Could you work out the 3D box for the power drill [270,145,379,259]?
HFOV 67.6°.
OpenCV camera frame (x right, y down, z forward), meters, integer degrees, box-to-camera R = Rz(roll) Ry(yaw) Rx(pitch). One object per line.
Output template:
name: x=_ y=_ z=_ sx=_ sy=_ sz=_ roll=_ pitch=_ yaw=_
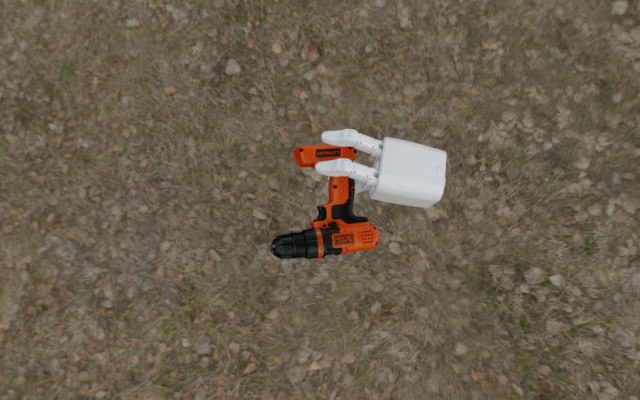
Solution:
power drill: x=0.000 y=0.002 z=0.804 sx=0.184 sy=0.187 sz=0.057 roll=-5 pitch=-2 yaw=-16
